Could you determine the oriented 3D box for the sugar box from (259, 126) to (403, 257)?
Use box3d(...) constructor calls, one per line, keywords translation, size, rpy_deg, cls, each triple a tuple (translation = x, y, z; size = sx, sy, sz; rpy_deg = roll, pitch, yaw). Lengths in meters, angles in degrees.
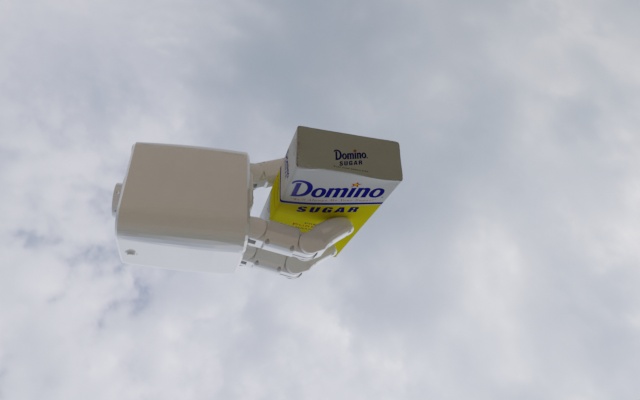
box3d(translation=(0.000, 0.002, 0.460), size=(0.093, 0.048, 0.176), rpy_deg=(7, -27, -14), cls="sugar box")
